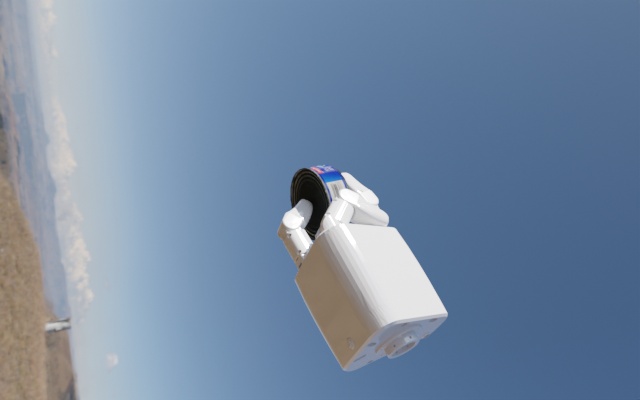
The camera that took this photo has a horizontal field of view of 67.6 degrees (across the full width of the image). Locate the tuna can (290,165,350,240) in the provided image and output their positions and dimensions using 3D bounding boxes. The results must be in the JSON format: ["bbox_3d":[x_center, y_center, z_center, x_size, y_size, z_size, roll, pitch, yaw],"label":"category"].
[{"bbox_3d":[0.001,0.002,0.561,0.034,0.086,0.086,-12,6,-32],"label":"tuna can"}]
